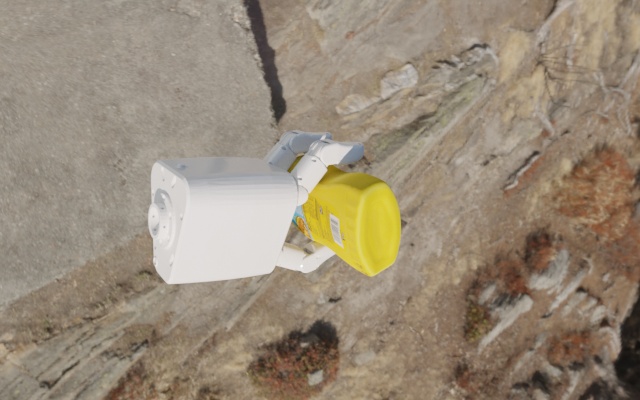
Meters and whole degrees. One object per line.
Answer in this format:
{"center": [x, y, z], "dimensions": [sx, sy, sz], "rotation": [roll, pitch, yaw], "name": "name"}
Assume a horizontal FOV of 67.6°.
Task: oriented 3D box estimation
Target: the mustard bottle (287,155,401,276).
{"center": [0.001, 0.002, 0.512], "dimensions": [0.058, 0.096, 0.191], "rotation": [-27, 32, -27], "name": "mustard bottle"}
